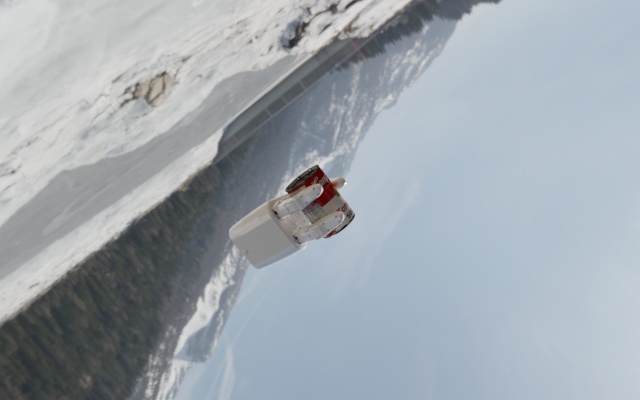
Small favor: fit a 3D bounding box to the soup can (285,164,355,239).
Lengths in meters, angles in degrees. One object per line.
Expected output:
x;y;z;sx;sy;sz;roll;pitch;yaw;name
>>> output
0.001;0.002;0.770;0.068;0.102;0.068;-36;12;9;soup can
